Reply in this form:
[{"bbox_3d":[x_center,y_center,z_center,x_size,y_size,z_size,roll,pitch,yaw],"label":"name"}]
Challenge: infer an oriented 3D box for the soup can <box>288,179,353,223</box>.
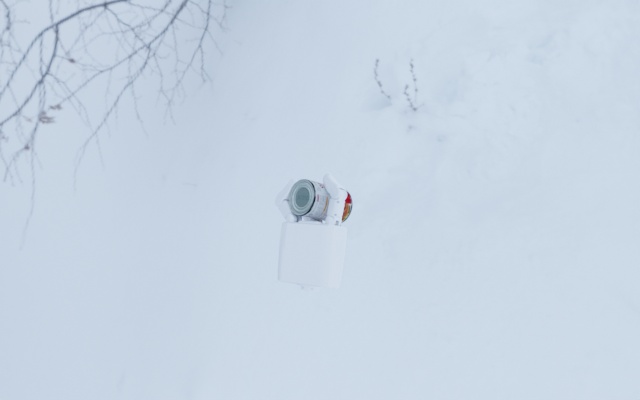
[{"bbox_3d":[0.000,0.002,0.866,0.068,0.068,0.102,0,-9,44],"label":"soup can"}]
